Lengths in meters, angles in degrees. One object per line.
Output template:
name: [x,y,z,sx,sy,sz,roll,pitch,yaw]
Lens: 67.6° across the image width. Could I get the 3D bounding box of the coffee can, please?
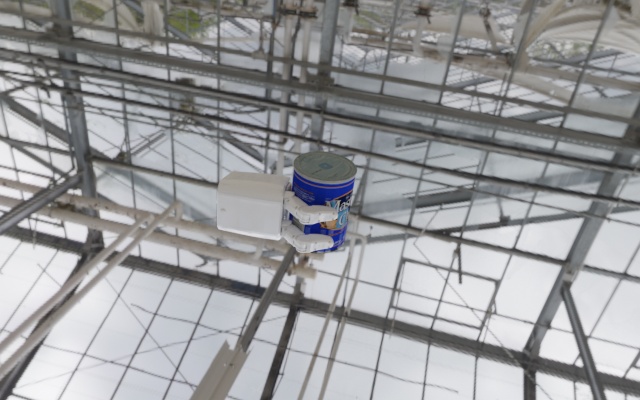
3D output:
coffee can: [0.000,0.002,0.799,0.103,0.140,0.102,6,31,-3]
